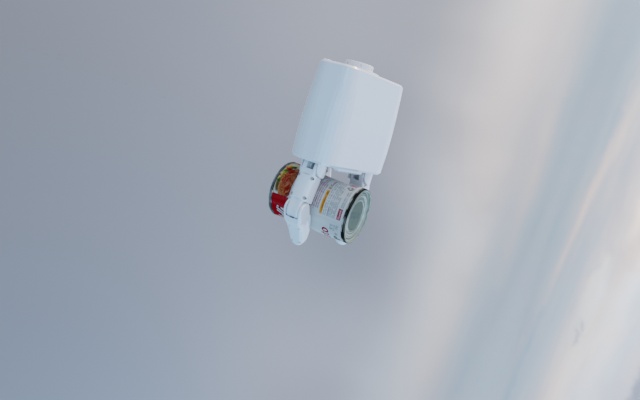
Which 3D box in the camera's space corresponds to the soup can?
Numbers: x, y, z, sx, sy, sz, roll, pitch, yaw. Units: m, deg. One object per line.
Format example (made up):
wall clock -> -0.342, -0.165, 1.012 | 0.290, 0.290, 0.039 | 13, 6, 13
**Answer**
soup can -> 0.000, 0.002, 0.559 | 0.102, 0.068, 0.068 | 21, 9, 25
